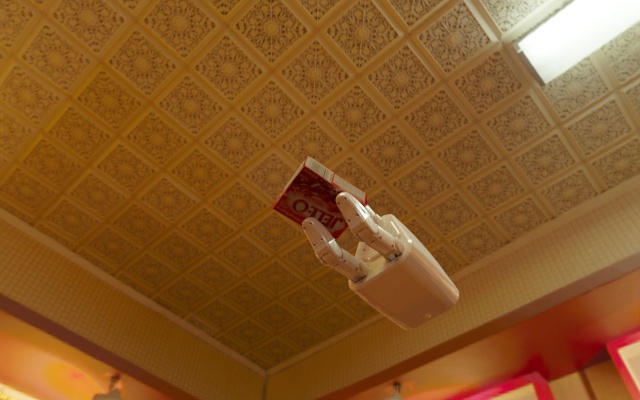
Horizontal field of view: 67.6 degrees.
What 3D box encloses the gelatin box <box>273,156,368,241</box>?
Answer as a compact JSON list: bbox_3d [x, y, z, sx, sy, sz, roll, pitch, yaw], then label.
[{"bbox_3d":[0.000,0.001,0.569,0.089,0.073,0.030,32,31,-11],"label":"gelatin box"}]
